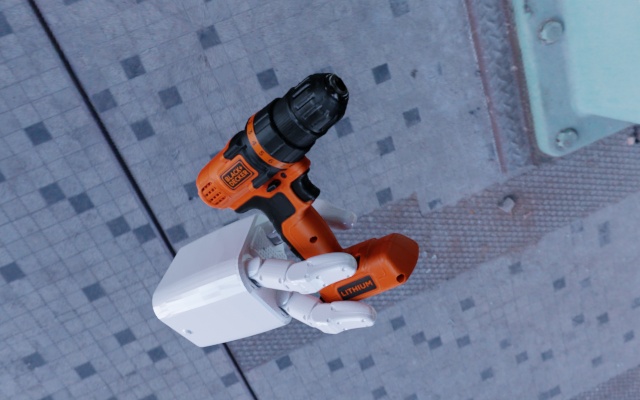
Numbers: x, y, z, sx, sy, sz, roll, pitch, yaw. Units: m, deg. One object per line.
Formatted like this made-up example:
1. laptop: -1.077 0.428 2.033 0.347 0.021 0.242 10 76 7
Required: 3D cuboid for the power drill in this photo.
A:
1. power drill: 0.000 0.002 0.417 0.184 0.188 0.057 -31 17 42
